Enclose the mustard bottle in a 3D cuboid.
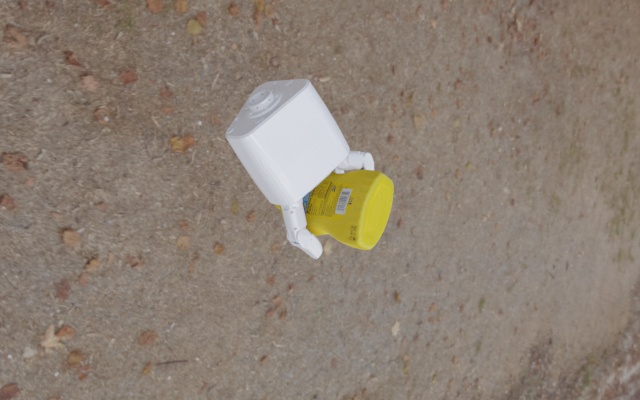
[{"bbox_3d":[0.000,0.002,0.638,0.191,0.096,0.058,9,-12,43],"label":"mustard bottle"}]
